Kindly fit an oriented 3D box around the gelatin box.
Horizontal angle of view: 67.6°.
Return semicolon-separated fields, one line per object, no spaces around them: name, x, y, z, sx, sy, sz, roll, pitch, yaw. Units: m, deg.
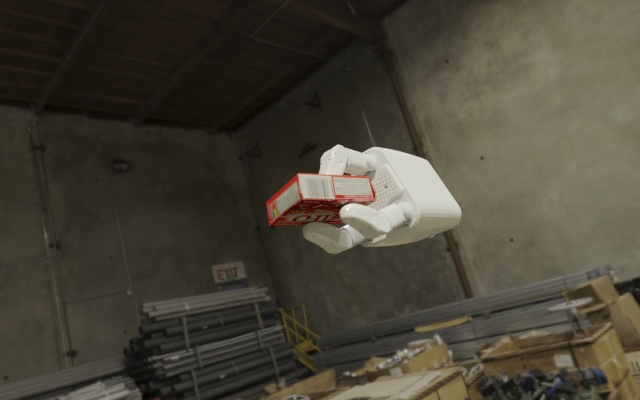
gelatin box;0.000;0.001;0.488;0.089;0.030;0.073;1;-22;-33
